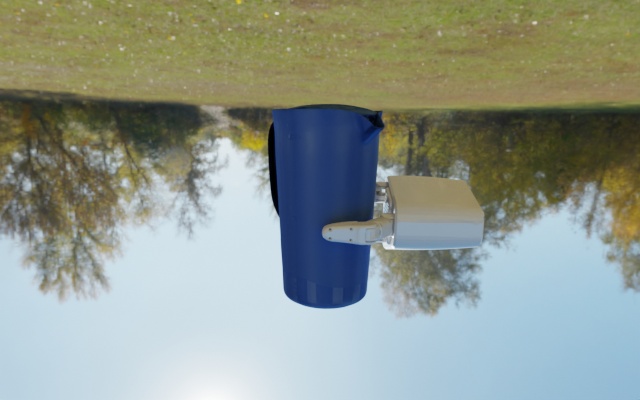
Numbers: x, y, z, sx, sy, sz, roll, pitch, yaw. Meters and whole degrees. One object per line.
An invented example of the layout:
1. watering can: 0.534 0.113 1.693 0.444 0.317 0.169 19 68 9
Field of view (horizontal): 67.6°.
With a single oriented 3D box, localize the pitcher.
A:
1. pitcher: 0.000 0.002 0.603 0.145 0.243 0.149 1 10 -1
